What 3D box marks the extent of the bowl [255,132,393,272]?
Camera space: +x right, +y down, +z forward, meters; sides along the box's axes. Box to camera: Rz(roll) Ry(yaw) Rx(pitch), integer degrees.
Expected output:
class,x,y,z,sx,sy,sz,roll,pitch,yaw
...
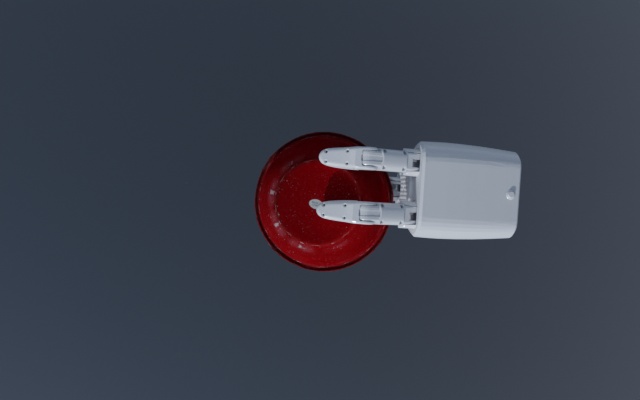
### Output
class,x,y,z,sx,sy,sz,roll,pitch,yaw
bowl,-0.001,0.002,0.527,0.162,0.162,0.055,0,1,7
